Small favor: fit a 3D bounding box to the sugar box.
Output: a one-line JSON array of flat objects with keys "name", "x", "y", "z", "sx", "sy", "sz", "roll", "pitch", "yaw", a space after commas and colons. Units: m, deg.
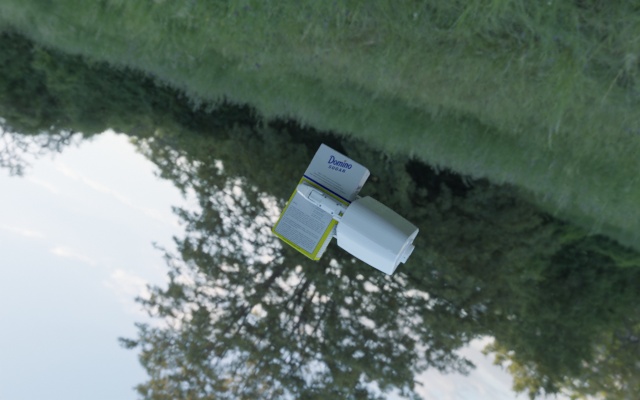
[{"name": "sugar box", "x": 0.000, "y": 0.003, "z": 0.810, "sx": 0.093, "sy": 0.176, "sz": 0.048, "roll": 32, "pitch": -1, "yaw": 15}]
